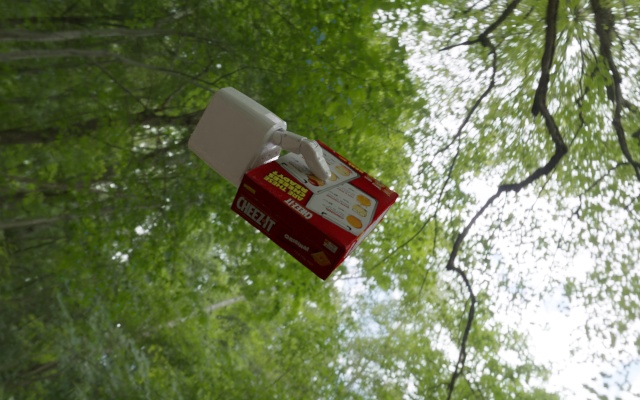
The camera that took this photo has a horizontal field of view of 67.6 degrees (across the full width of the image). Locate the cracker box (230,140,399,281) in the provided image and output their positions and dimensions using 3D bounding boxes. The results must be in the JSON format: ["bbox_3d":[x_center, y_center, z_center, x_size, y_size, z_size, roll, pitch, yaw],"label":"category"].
[{"bbox_3d":[0.000,0.002,0.692,0.164,0.072,0.213,36,31,12],"label":"cracker box"}]
